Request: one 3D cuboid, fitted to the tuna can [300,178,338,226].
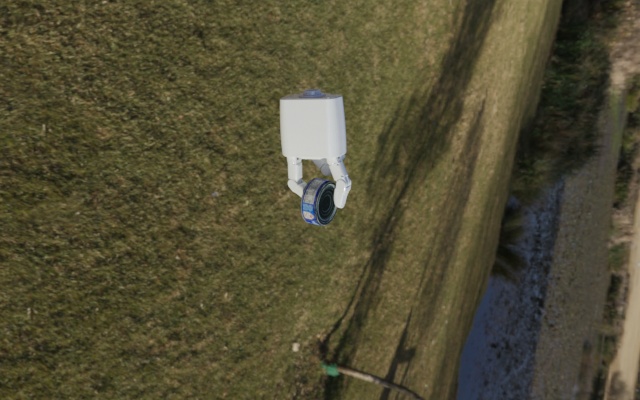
[{"bbox_3d":[0.001,0.003,0.882,0.034,0.086,0.086,12,6,30],"label":"tuna can"}]
